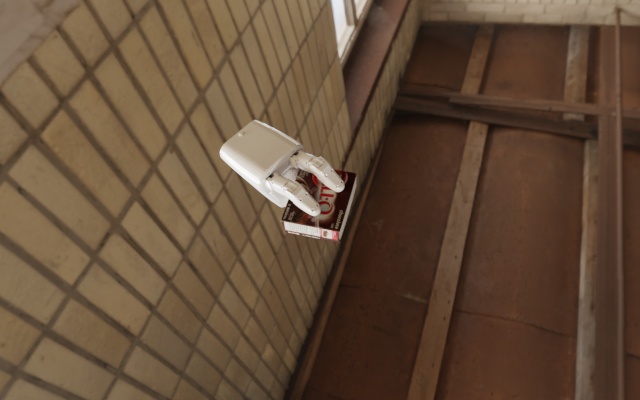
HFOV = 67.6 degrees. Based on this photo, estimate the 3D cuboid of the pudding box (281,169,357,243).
[{"bbox_3d":[0.000,0.002,0.724,0.090,0.113,0.039,10,-32,12],"label":"pudding box"}]
